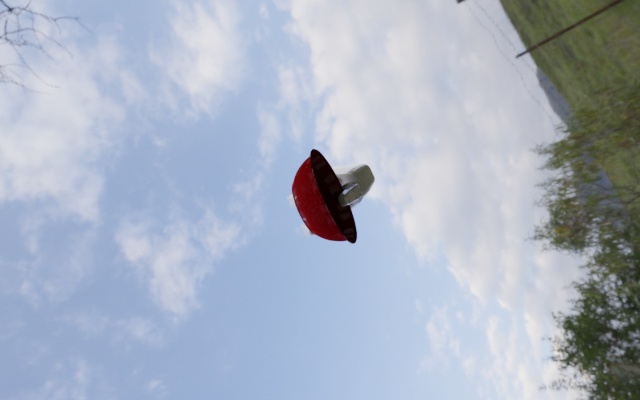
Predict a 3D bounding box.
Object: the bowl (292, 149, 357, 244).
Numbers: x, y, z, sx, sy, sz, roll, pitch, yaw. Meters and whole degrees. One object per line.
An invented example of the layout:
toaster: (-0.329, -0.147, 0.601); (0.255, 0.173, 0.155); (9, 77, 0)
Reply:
bowl: (-0.001, 0.003, 0.754); (0.055, 0.162, 0.162); (-24, -6, 14)
